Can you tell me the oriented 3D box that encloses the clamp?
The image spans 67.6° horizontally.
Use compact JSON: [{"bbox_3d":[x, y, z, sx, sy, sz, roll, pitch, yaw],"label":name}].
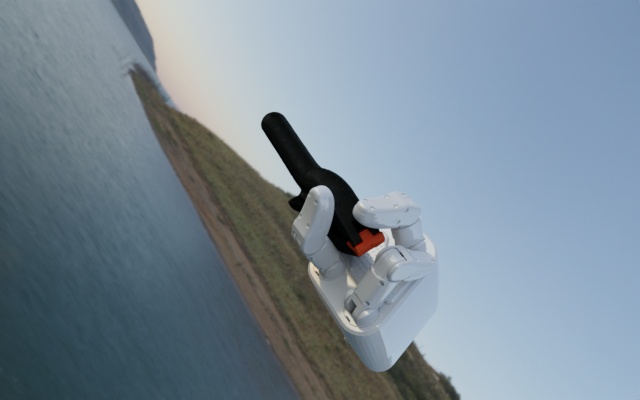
[{"bbox_3d":[0.001,0.001,0.448,0.039,0.171,0.120,-31,-39,-9],"label":"clamp"}]
